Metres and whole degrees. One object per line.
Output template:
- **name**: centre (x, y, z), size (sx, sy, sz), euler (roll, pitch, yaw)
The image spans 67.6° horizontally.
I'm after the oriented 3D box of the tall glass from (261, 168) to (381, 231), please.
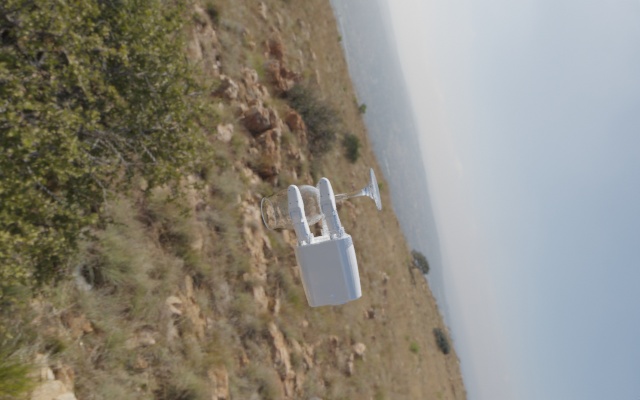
- **tall glass**: centre (0.001, 0.002, 0.837), size (0.201, 0.079, 0.079), euler (-13, -3, 13)
